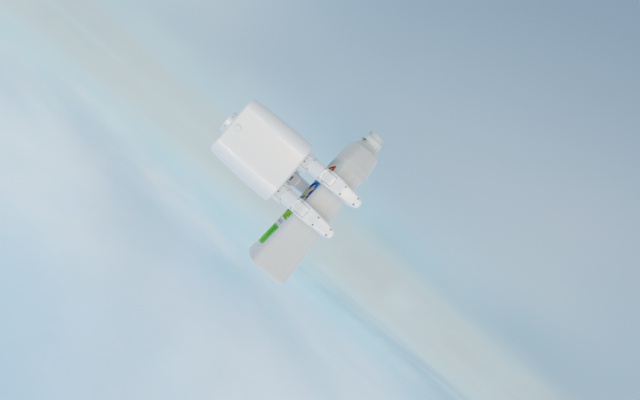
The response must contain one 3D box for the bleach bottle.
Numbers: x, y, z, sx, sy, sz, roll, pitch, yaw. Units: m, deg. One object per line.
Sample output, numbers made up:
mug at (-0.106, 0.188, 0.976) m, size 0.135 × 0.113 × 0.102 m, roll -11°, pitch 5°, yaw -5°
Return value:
bleach bottle at (0.000, 0.002, 0.699) m, size 0.068 × 0.251 × 0.102 m, roll 41°, pitch -3°, yaw -9°
